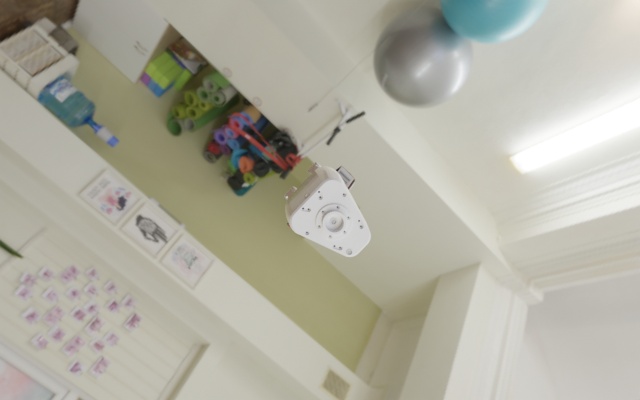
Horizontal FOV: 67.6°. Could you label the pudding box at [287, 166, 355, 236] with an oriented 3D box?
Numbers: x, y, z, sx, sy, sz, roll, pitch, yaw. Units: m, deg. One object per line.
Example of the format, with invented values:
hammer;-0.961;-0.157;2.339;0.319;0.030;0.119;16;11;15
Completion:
pudding box;0.000;0.003;0.806;0.039;0.113;0.090;43;-24;-8
